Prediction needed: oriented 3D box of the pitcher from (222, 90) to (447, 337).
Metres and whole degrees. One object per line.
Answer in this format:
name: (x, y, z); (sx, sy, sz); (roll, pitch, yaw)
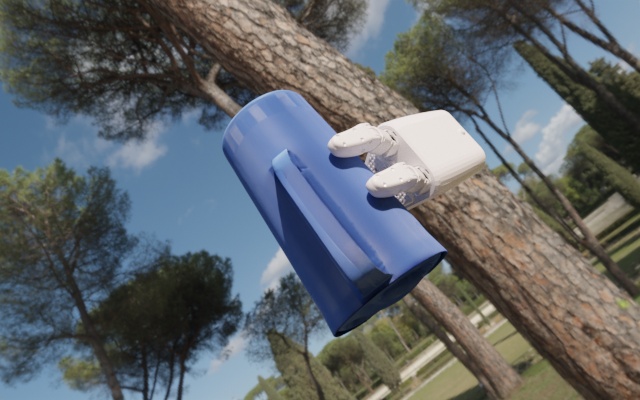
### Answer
pitcher: (0.000, 0.002, 0.480); (0.145, 0.242, 0.149); (-22, -25, -36)
